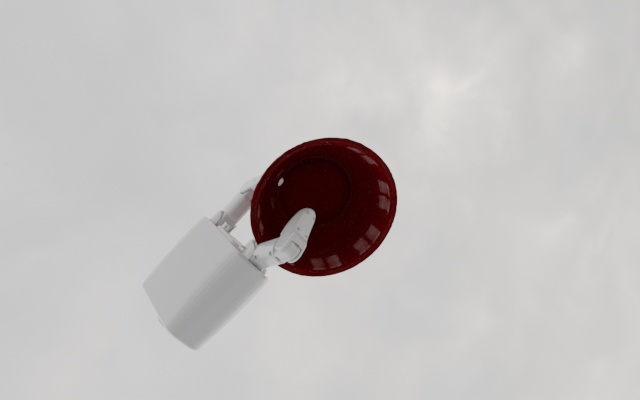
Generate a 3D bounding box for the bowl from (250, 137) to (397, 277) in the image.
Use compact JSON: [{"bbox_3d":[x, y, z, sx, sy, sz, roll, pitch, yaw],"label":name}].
[{"bbox_3d":[0.001,0.001,0.529,0.162,0.162,0.055,0,23,-15],"label":"bowl"}]
